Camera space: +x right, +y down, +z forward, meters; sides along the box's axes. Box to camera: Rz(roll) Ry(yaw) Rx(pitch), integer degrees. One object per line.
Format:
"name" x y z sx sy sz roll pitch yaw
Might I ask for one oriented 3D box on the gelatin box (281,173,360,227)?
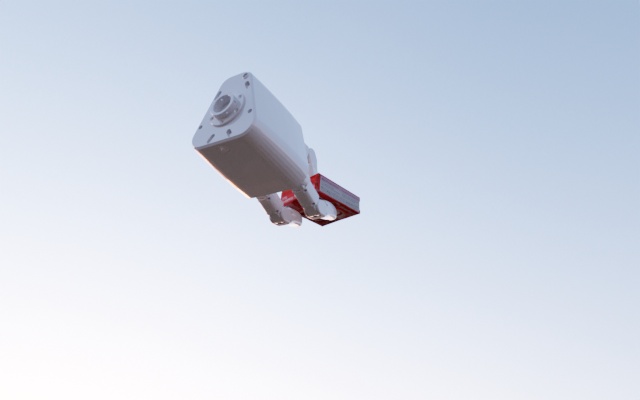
"gelatin box" 0.000 0.002 0.665 0.073 0.030 0.089 -21 -36 38
